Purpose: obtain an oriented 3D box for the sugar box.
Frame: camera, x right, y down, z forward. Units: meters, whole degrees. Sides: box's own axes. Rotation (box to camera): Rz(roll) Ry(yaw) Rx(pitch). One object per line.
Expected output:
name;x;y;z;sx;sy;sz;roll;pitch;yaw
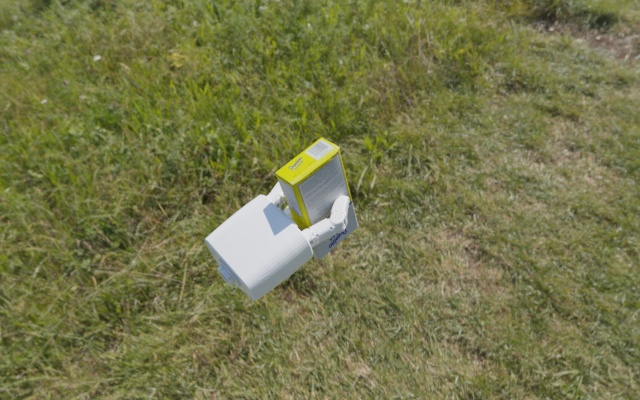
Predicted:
sugar box;0.000;0.002;0.721;0.093;0.176;0.048;-39;52;-21
